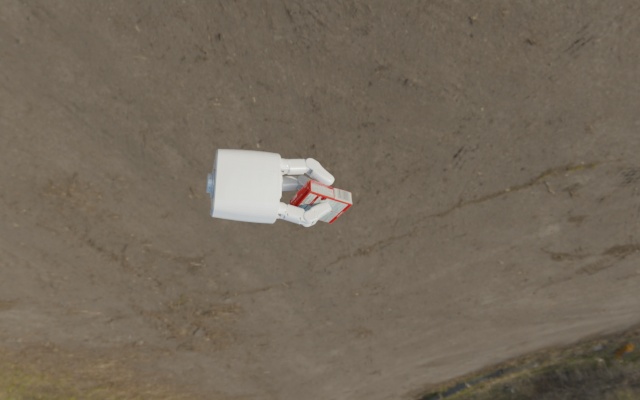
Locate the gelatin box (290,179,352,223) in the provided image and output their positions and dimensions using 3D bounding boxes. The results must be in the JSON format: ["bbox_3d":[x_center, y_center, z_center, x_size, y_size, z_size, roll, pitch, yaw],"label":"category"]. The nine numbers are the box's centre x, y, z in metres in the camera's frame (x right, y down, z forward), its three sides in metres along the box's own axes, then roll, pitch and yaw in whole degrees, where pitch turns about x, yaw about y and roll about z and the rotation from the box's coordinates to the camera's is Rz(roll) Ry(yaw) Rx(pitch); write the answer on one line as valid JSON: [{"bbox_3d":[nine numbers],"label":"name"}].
[{"bbox_3d":[0.000,0.003,0.848,0.089,0.030,0.073,16,-38,-25],"label":"gelatin box"}]
